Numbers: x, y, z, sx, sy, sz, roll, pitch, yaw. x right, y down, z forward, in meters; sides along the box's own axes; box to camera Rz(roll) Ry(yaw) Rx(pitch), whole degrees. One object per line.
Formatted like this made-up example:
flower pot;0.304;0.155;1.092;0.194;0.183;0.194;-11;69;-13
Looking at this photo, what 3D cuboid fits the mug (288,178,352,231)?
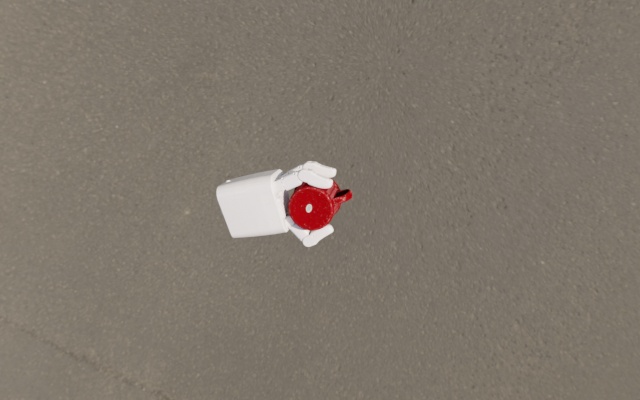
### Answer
mug;0.002;0.003;0.858;0.117;0.093;0.081;-10;14;12
